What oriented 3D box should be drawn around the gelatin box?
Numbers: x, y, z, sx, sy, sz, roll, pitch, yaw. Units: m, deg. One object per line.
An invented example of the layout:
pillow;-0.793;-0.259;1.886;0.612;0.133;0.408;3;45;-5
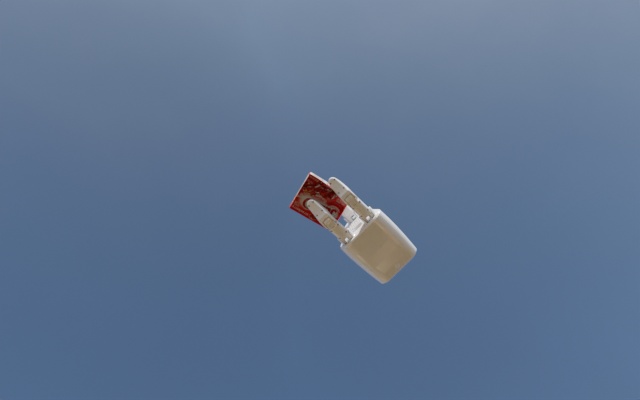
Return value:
gelatin box;0.000;0.003;0.864;0.089;0.073;0.030;31;9;-5
